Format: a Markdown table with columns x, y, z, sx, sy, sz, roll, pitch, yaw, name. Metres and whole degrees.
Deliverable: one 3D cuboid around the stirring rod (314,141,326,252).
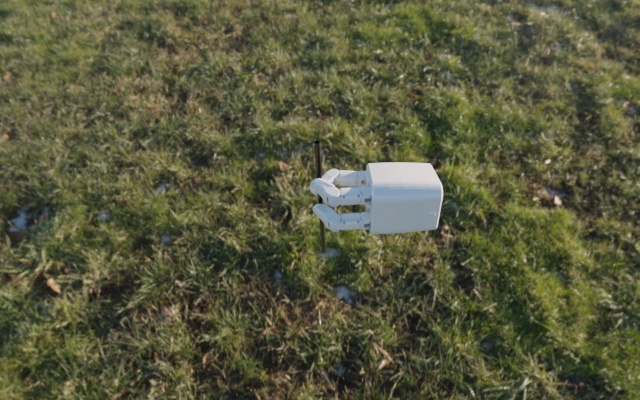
| x | y | z | sx | sy | sz | roll | pitch | yaw | name |
| --- | --- | --- | --- | --- | --- | --- | --- | --- | --- |
| 0.000 | 0.003 | 0.784 | 0.011 | 0.240 | 0.011 | -2 | 43 | 2 | stirring rod |
